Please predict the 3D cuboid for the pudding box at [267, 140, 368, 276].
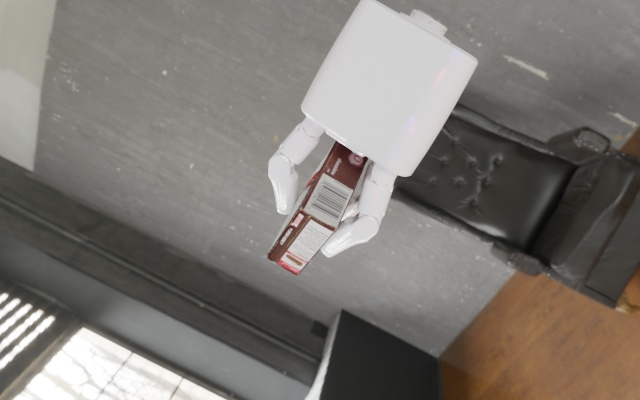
[{"bbox_3d":[0.000,0.001,0.444,0.039,0.113,0.090,32,-42,-3],"label":"pudding box"}]
